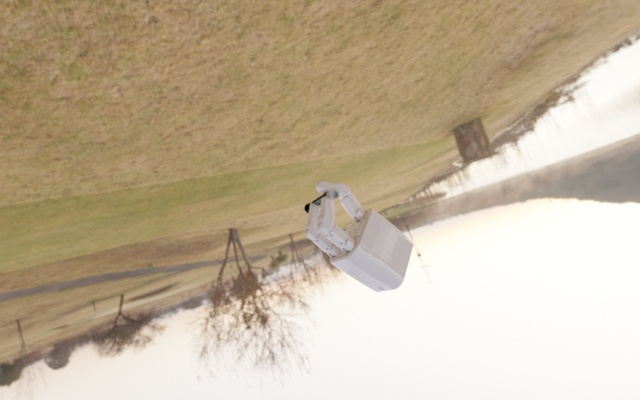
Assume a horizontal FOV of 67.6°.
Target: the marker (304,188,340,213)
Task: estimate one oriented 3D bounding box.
[{"bbox_3d":[0.000,0.003,0.839,0.020,0.020,0.121,0,-13,-24],"label":"marker"}]
